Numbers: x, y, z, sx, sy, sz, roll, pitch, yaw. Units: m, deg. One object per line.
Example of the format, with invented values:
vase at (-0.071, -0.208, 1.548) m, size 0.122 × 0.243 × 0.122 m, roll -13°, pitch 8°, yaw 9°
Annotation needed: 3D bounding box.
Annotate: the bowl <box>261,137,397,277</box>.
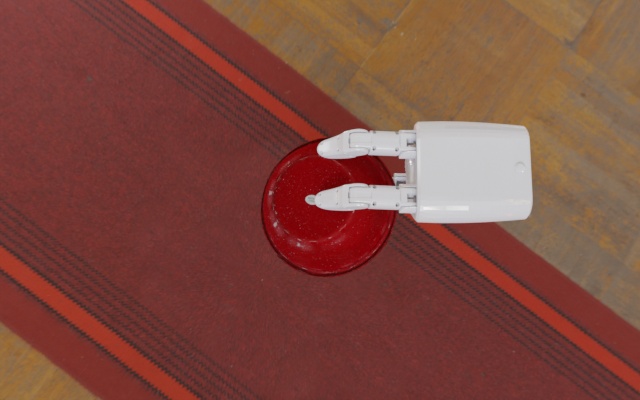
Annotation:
bowl at (-0.001, 0.002, 0.520) m, size 0.162 × 0.162 × 0.055 m, roll 0°, pitch -9°, yaw 16°
